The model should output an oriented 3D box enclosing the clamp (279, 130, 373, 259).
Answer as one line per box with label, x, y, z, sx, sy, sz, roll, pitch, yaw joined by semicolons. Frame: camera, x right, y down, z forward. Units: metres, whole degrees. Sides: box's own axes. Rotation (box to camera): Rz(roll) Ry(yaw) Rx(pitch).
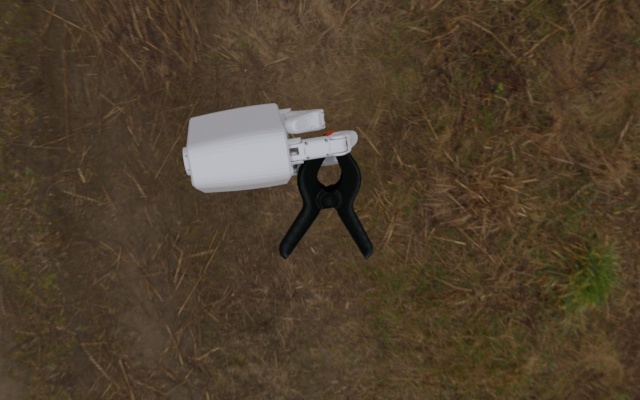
clamp;0.000;0.002;0.596;0.120;0.171;0.039;-9;16;-8
